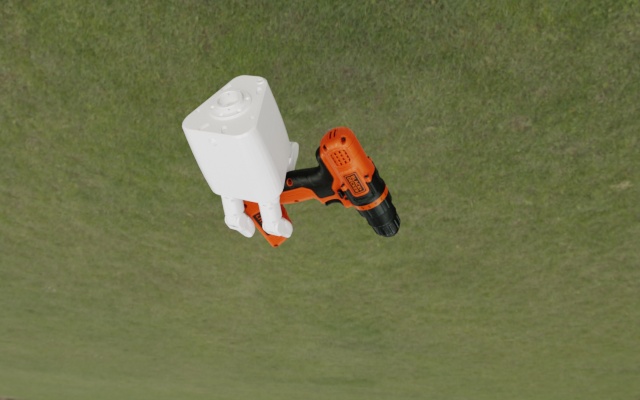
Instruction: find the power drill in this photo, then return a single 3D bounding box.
[{"bbox_3d":[0.000,0.002,0.662,0.188,0.184,0.057,-20,33,21],"label":"power drill"}]
